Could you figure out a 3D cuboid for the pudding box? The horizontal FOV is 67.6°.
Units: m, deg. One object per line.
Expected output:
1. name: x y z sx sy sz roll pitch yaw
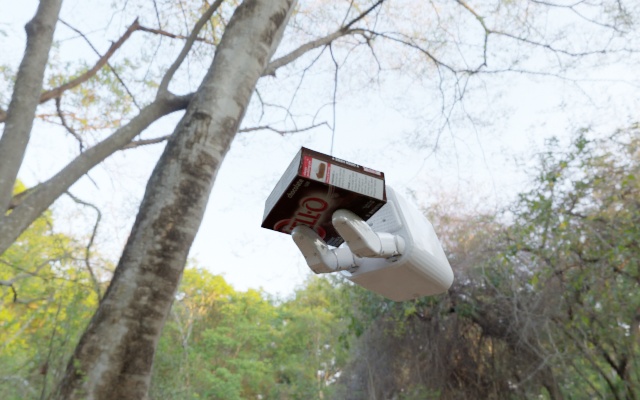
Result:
1. pudding box: 0.000 0.001 0.472 0.090 0.039 0.113 15 -35 -17
